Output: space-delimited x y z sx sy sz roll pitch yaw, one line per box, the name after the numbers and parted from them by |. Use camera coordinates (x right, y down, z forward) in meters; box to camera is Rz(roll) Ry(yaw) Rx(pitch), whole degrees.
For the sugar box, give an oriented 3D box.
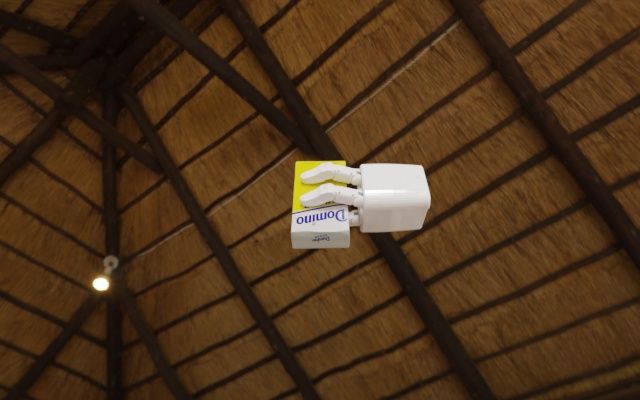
0.000 0.002 0.808 0.093 0.048 0.176 -2 41 1 | sugar box
